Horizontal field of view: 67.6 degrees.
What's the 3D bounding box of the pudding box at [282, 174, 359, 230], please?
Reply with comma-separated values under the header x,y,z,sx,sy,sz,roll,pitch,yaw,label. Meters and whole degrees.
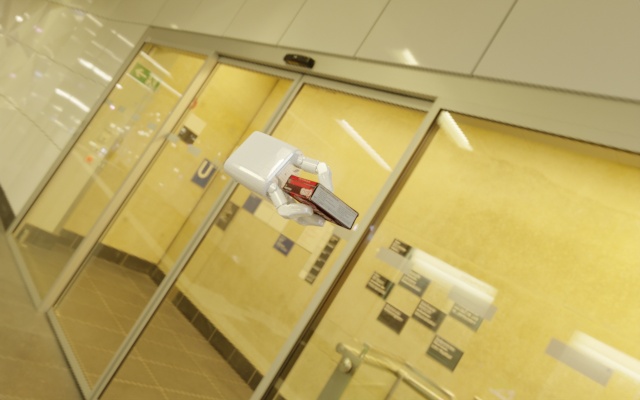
x,y,z,sx,sy,sz,roll,pitch,yaw,label
0.000,0.003,0.833,0.113,0.039,0.090,34,-8,-36,pudding box
